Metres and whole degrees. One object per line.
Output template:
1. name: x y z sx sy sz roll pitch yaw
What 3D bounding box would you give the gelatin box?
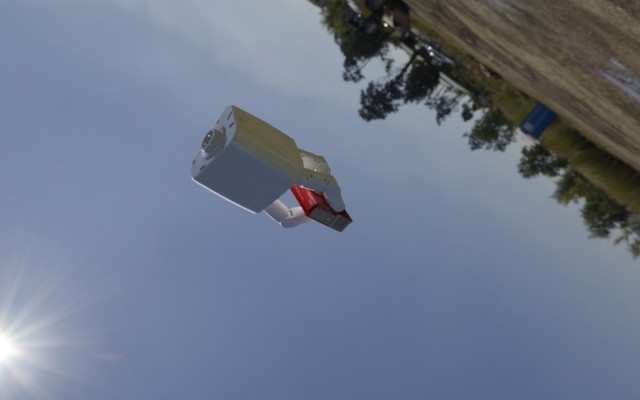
1. gelatin box: 0.000 0.003 0.717 0.089 0.030 0.073 28 23 -46
